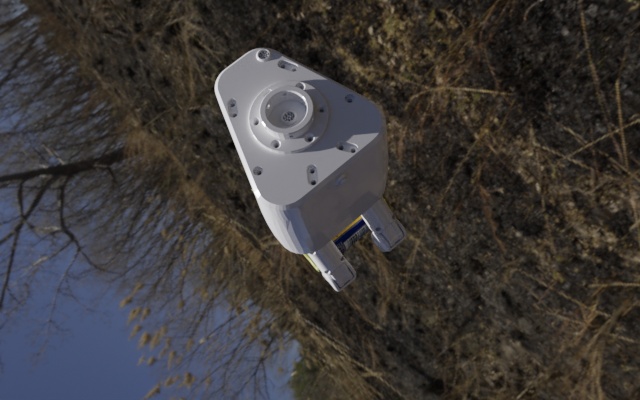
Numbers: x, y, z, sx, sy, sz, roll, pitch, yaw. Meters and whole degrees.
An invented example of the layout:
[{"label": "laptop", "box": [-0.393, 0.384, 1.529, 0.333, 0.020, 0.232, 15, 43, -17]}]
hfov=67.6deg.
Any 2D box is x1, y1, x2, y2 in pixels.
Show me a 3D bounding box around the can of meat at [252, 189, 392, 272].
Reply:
[{"label": "can of meat", "box": [0.000, 0.002, 0.436, 0.084, 0.102, 0.057, -39, -15, -8]}]
